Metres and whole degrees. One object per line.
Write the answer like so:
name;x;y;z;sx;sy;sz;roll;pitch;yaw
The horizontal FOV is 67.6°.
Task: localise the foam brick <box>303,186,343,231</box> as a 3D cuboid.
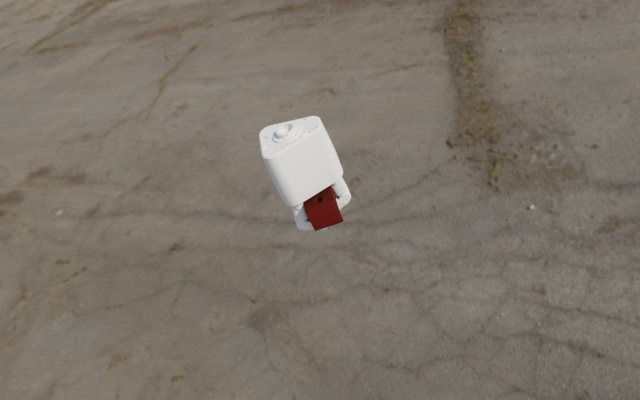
foam brick;0.000;0.003;0.814;0.053;0.051;0.078;-21;41;4
